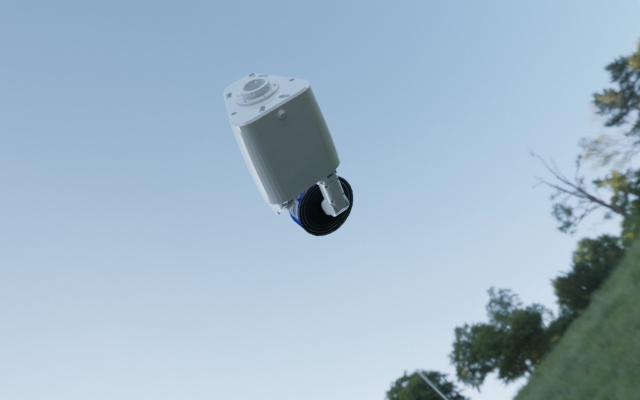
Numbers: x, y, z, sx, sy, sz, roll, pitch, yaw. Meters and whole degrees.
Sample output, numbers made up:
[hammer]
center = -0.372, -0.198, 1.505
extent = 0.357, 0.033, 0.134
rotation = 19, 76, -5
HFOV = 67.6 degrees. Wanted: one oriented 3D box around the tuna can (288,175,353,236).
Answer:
[tuna can]
center = 0.000, 0.002, 0.636
extent = 0.086, 0.086, 0.033
rotation = 0, 21, -35
